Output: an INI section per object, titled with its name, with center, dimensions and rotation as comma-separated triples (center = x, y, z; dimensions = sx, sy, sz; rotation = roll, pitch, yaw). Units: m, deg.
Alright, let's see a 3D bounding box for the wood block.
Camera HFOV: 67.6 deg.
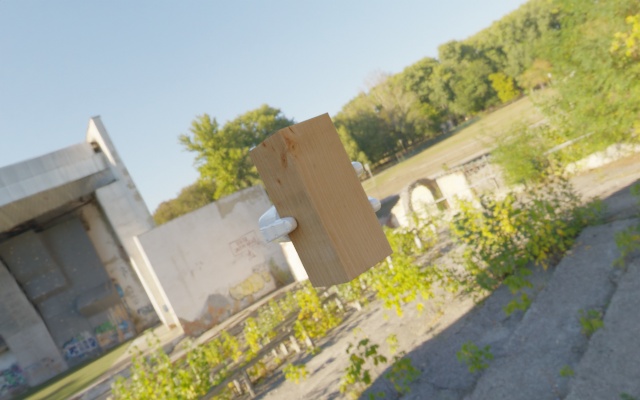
[wood block]
center = 0.000, 0.002, 0.640
dimensions = 0.091, 0.206, 0.090
rotation = -27, 2, -35
